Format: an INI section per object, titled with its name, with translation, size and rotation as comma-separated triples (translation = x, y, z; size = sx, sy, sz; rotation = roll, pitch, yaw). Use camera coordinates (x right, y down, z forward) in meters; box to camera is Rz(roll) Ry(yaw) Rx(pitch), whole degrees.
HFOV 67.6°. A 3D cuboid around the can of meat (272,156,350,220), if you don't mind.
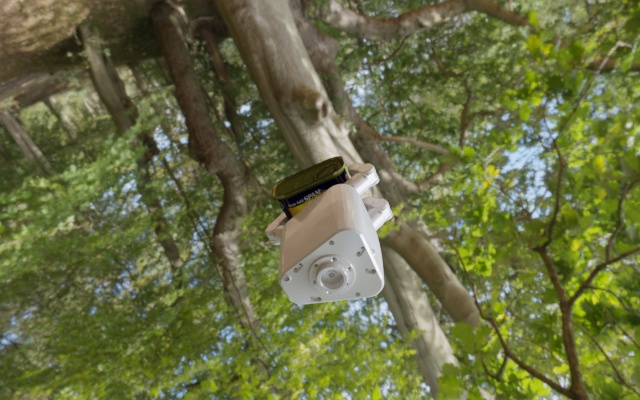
[can of meat]
translation = 0.000, 0.002, 0.633
size = 0.102, 0.084, 0.057
rotation = -23, 23, 7
